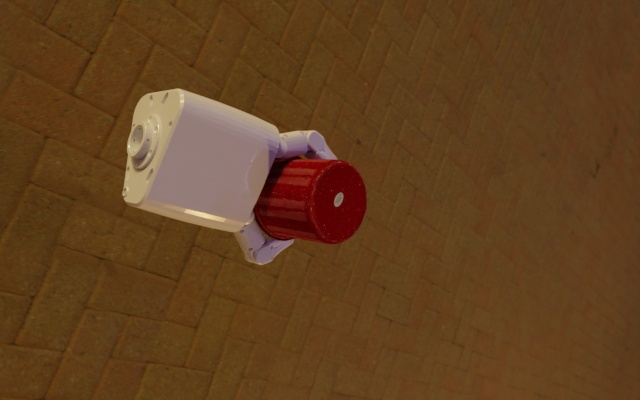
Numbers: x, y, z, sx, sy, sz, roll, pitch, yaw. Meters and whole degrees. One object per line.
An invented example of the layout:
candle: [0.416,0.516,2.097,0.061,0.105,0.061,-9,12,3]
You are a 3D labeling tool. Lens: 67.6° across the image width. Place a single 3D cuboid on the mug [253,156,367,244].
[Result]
mug: [0.001,0.002,0.489,0.117,0.093,0.081,15,-7,-43]
